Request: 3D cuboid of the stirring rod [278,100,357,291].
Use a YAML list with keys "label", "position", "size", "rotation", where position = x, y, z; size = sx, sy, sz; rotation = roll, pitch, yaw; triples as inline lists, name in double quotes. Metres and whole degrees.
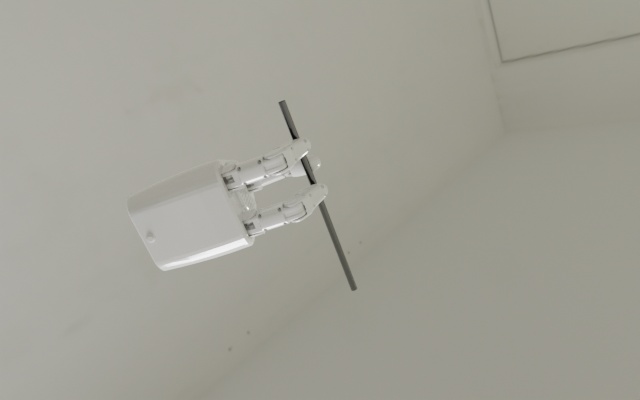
- label: "stirring rod"
  position: [0.000, 0.002, 0.542]
  size: [0.011, 0.240, 0.011]
  rotation: [-19, 19, 7]
